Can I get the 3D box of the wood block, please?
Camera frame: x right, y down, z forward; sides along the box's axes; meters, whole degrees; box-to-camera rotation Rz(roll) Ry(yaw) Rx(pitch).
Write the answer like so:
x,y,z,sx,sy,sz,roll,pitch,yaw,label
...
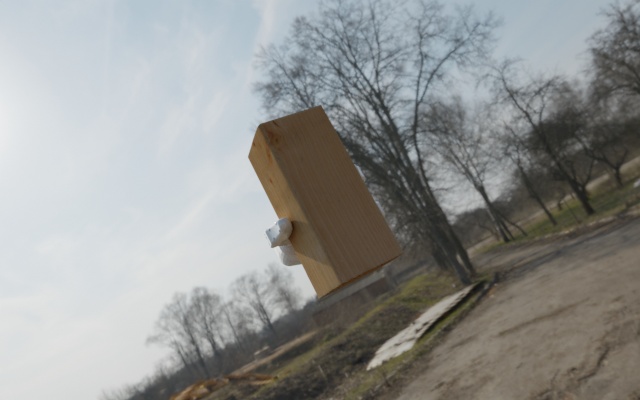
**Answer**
x,y,z,sx,sy,sz,roll,pitch,yaw,label
0.000,0.002,0.585,0.091,0.206,0.090,-23,-13,-25,wood block
